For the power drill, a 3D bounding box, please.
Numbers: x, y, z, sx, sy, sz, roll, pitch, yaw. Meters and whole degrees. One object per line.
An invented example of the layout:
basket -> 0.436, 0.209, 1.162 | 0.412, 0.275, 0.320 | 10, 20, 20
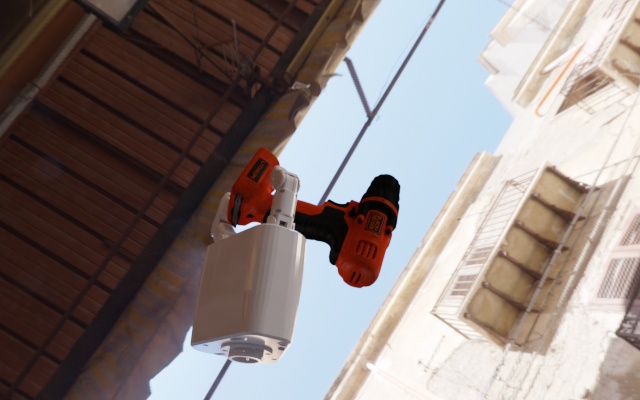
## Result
power drill -> 0.000, 0.002, 0.564 | 0.187, 0.057, 0.184 | 20, 39, 5
